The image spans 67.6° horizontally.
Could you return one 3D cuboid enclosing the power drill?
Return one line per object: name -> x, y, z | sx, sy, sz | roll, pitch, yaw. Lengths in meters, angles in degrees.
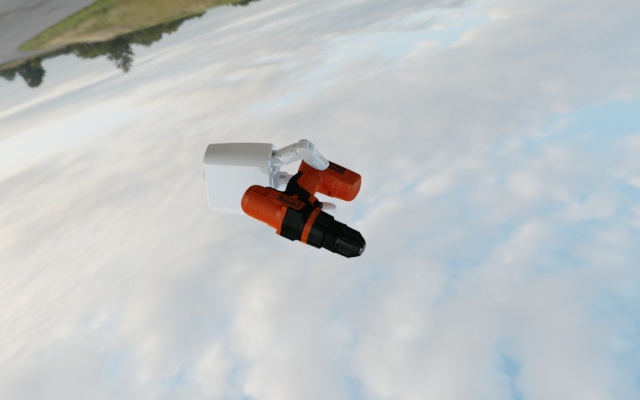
power drill -> 0.000, 0.002, 0.712 | 0.184, 0.057, 0.187 | 25, 29, 10
